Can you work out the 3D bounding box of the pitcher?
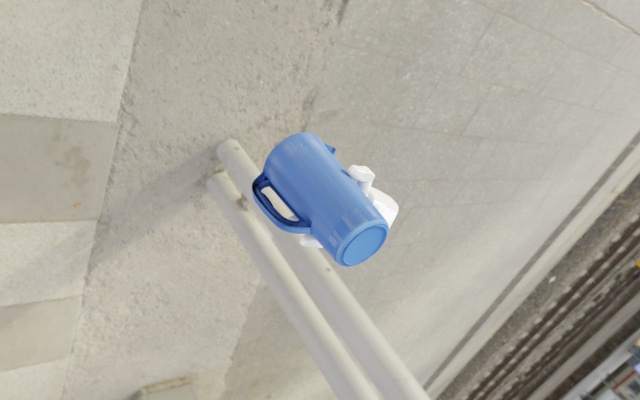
[{"bbox_3d":[0.000,0.003,0.842,0.145,0.149,0.242,19,25,-51],"label":"pitcher"}]
